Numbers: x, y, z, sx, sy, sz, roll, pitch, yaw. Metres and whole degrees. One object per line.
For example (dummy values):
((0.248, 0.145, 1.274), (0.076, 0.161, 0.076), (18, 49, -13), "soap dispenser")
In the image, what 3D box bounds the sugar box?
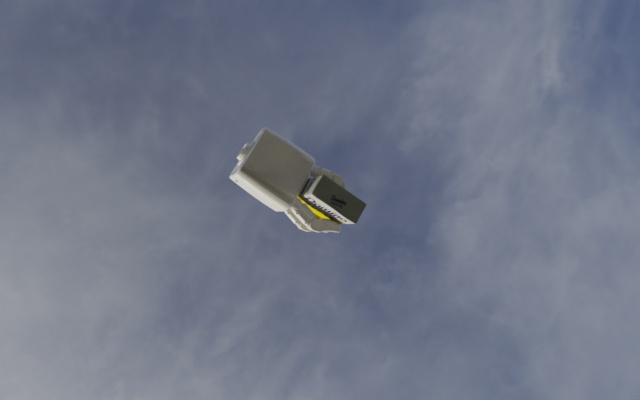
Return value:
((0.000, 0.003, 0.847), (0.093, 0.048, 0.176), (34, -11, -16), "sugar box")
